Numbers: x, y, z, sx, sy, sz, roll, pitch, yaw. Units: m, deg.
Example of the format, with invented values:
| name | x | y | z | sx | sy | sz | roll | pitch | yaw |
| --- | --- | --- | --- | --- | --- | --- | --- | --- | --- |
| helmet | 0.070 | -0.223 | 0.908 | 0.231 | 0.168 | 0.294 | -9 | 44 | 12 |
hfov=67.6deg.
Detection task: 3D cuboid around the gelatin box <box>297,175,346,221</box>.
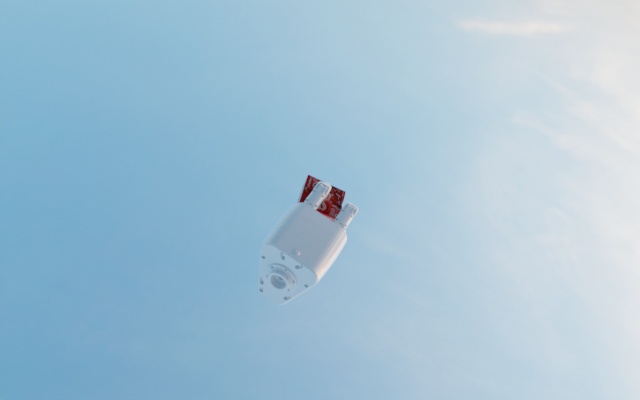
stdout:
| name | x | y | z | sx | sy | sz | roll | pitch | yaw |
| --- | --- | --- | --- | --- | --- | --- | --- | --- | --- |
| gelatin box | 0.000 | 0.003 | 0.801 | 0.073 | 0.030 | 0.089 | 24 | 35 | -6 |
